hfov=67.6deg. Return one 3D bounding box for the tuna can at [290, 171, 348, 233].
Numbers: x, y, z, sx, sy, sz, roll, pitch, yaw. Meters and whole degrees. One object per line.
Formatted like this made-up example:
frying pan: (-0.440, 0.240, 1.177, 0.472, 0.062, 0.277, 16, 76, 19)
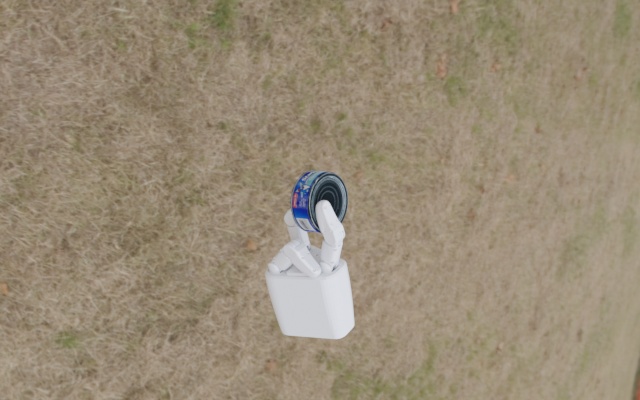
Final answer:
tuna can: (0.001, 0.002, 0.654, 0.034, 0.086, 0.086, 5, 3, 41)
